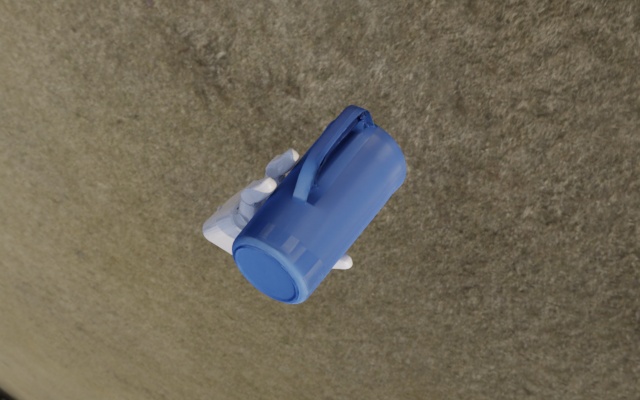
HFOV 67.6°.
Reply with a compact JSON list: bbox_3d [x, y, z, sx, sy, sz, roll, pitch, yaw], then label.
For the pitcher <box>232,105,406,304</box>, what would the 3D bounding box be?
[{"bbox_3d":[0.000,0.002,0.604,0.145,0.149,0.242,-18,26,50],"label":"pitcher"}]
